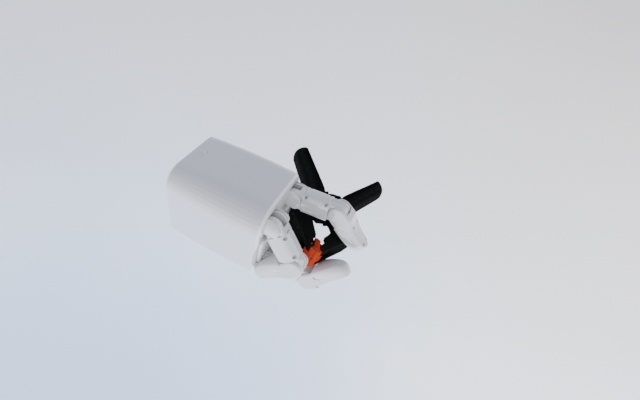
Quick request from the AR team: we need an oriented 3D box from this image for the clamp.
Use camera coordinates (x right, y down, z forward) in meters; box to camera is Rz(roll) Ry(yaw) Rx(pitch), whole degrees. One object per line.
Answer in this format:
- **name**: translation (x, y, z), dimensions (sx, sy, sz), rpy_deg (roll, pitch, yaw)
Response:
- **clamp**: translation (0.000, 0.002, 0.556), dimensions (0.120, 0.039, 0.171), rpy_deg (26, 38, 5)
